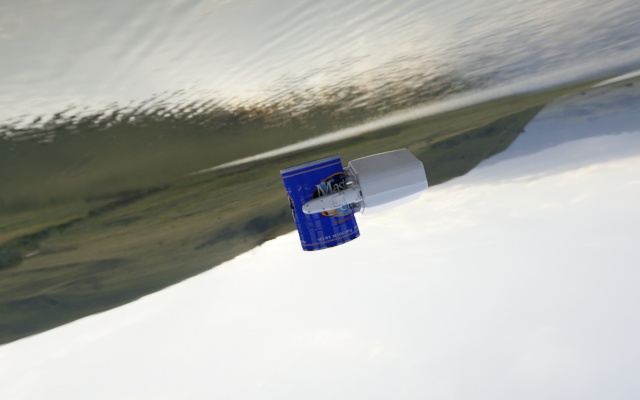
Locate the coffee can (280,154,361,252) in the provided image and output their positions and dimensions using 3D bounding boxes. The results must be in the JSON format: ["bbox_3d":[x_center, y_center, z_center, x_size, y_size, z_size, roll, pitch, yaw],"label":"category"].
[{"bbox_3d":[0.000,0.003,0.794,0.103,0.140,0.103,-15,5,1],"label":"coffee can"}]
